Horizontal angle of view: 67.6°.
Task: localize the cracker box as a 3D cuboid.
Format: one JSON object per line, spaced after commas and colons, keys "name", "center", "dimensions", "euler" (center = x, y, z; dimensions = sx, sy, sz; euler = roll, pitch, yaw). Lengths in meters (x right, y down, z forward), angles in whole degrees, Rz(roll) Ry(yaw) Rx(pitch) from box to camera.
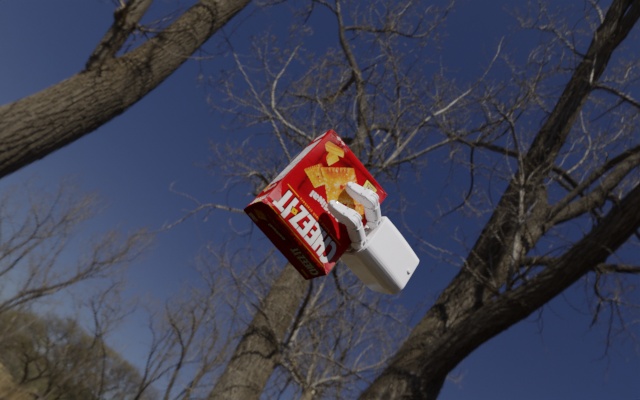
{"name": "cracker box", "center": [0.000, 0.003, 0.826], "dimensions": [0.072, 0.164, 0.213], "euler": [-24, 20, 52]}
